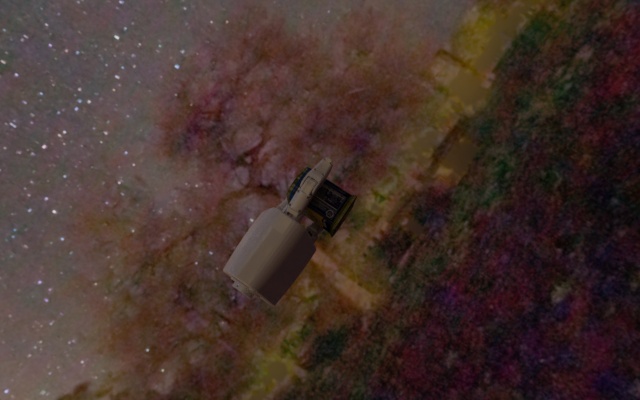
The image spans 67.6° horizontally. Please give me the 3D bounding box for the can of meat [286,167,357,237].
[{"bbox_3d":[0.000,0.002,0.694,0.084,0.057,0.102,33,-12,6],"label":"can of meat"}]
